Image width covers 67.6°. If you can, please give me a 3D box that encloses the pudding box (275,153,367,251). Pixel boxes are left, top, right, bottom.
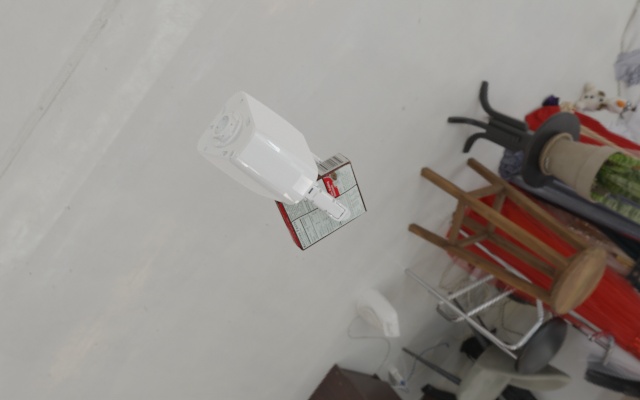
[{"bbox_3d":[0.000,0.002,0.651,0.113,0.090,0.039,-29,34,-13],"label":"pudding box"}]
